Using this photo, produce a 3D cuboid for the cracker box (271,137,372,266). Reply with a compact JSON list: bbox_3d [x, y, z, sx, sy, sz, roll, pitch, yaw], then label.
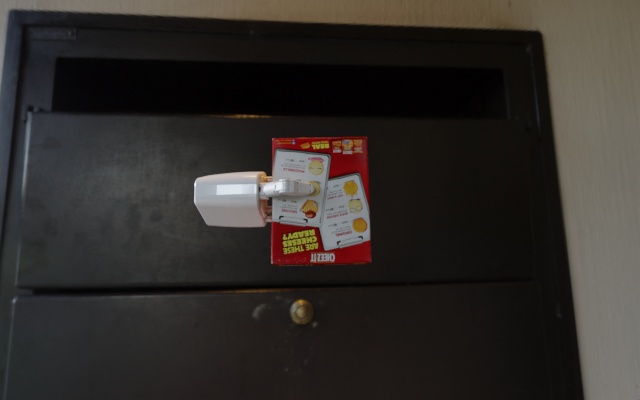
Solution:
[{"bbox_3d":[0.000,0.002,0.815,0.164,0.213,0.072,-1,-11,1],"label":"cracker box"}]
